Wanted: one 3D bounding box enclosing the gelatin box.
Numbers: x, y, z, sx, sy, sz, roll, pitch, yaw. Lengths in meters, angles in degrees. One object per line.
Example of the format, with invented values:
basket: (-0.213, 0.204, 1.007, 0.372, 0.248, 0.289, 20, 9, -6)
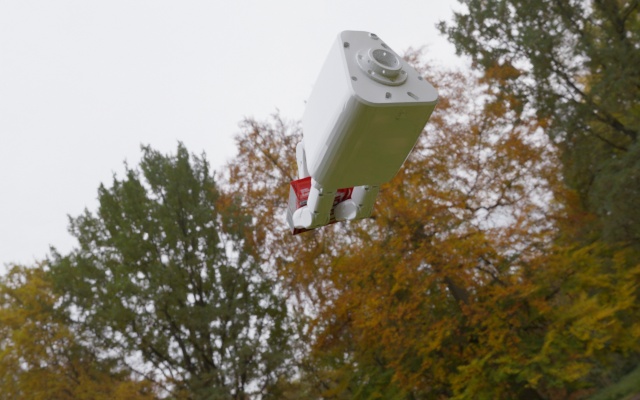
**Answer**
gelatin box: (0.000, 0.002, 0.566, 0.073, 0.030, 0.089, -16, -27, -17)
